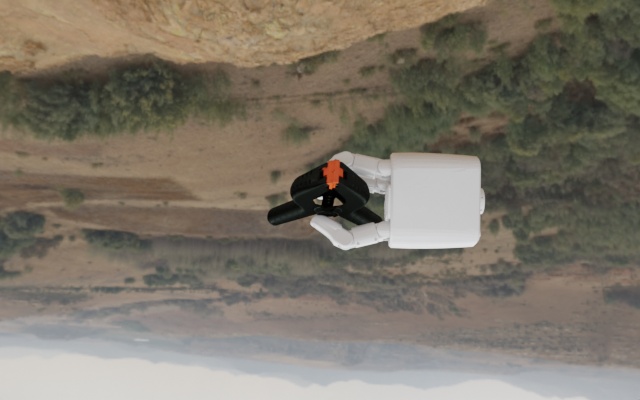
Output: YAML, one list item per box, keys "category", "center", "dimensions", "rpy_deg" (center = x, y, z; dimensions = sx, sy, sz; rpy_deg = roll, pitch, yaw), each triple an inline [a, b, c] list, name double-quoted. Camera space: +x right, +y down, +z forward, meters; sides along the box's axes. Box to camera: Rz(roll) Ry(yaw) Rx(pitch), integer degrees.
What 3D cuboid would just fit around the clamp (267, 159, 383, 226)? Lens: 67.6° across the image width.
- category: "clamp"
  center: [0.000, 0.003, 0.602]
  dimensions: [0.164, 0.036, 0.210]
  rpy_deg: [1, -18, 5]
